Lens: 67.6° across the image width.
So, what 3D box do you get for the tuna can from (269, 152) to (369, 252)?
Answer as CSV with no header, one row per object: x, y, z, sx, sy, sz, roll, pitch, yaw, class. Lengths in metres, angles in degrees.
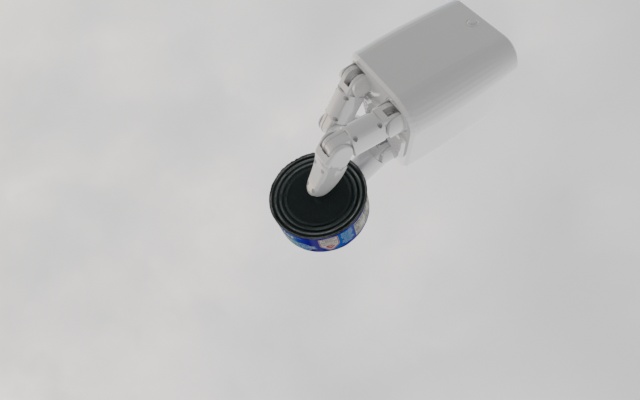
0.000,0.002,0.423,0.086,0.086,0.034,0,-29,11,tuna can
